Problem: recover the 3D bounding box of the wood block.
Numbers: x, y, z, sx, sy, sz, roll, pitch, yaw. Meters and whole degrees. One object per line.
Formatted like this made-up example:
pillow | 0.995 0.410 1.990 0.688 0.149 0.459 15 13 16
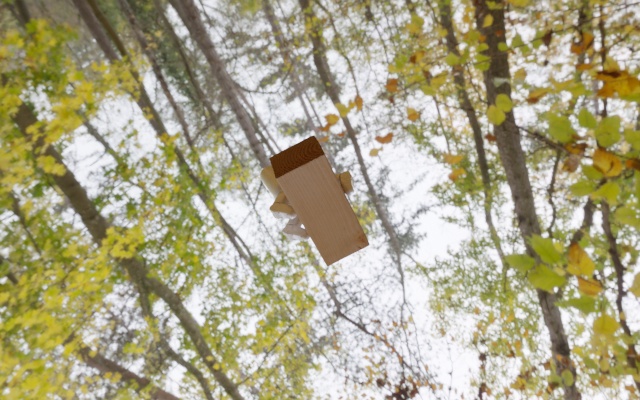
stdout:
wood block | 0.000 0.003 0.849 0.091 0.206 0.090 -28 31 2
